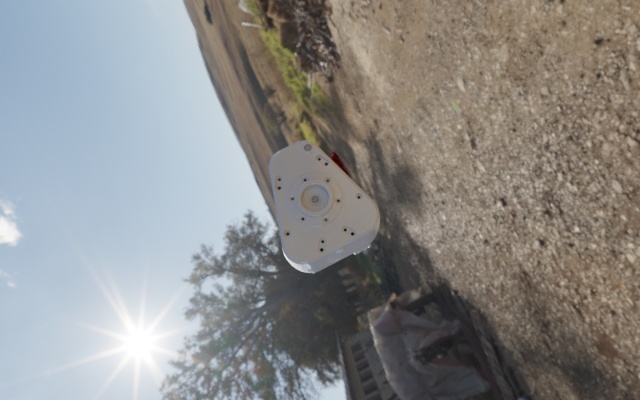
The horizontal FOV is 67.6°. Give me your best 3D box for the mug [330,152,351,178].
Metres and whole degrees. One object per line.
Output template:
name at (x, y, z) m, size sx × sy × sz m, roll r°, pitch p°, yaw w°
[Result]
mug at (0.000, 0.002, 0.597) m, size 0.081 × 0.093 × 0.117 m, roll -25°, pitch -13°, yaw -2°
